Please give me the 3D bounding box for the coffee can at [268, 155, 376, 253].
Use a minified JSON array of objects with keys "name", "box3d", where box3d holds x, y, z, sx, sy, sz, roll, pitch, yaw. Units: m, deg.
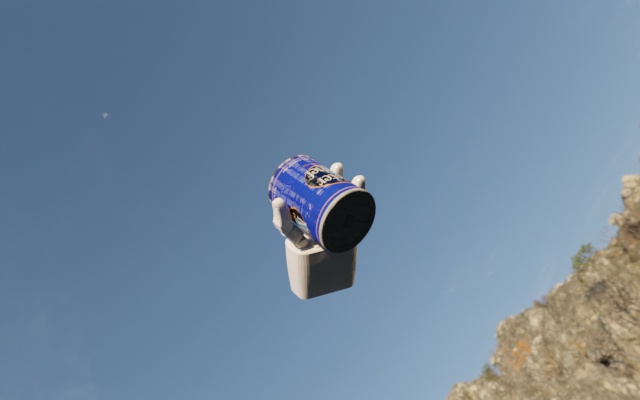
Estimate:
[{"name":"coffee can","box3d":[0.000,0.002,0.731,0.103,0.103,0.140,0,25,-42]}]
